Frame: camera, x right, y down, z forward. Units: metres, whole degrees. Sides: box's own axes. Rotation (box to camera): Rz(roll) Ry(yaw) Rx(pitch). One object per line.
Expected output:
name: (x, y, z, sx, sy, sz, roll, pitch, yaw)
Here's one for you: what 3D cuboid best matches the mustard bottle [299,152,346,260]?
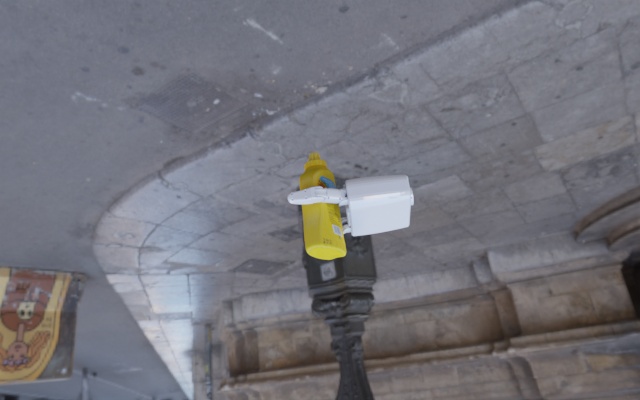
mustard bottle: (0.000, 0.003, 0.842, 0.058, 0.191, 0.096, -17, -24, 25)
